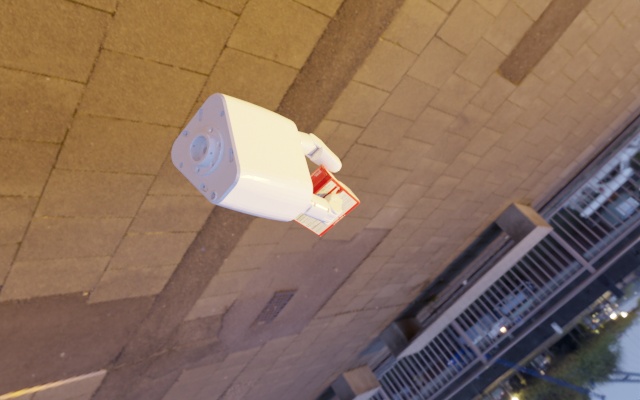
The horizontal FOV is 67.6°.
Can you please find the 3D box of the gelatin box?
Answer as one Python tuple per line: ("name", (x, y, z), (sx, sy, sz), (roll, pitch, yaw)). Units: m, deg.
("gelatin box", (0.000, 0.002, 0.618), (0.073, 0.030, 0.089), (-41, -35, 8))
